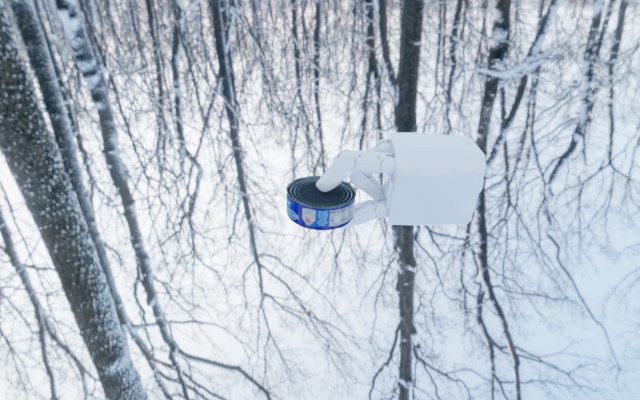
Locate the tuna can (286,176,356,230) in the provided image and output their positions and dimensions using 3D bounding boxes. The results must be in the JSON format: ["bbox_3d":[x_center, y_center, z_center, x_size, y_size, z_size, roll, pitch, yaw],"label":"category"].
[{"bbox_3d":[0.000,0.002,0.591,0.086,0.034,0.086,3,28,-2],"label":"tuna can"}]
